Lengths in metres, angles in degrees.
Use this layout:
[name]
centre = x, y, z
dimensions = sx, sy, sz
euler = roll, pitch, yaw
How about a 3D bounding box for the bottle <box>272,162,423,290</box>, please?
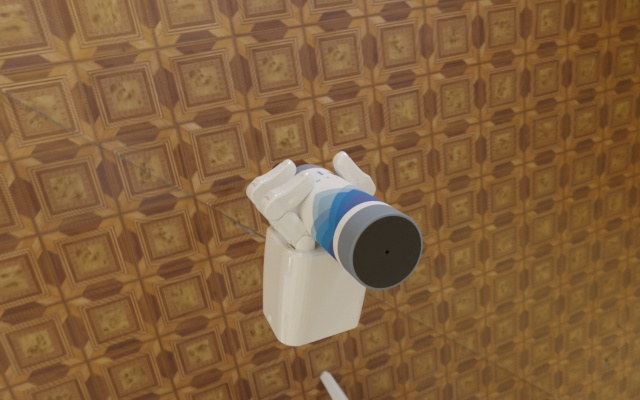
[bottle]
centre = 0.000, 0.002, 0.511
dimensions = 0.069, 0.069, 0.295
euler = 0, 16, -22
